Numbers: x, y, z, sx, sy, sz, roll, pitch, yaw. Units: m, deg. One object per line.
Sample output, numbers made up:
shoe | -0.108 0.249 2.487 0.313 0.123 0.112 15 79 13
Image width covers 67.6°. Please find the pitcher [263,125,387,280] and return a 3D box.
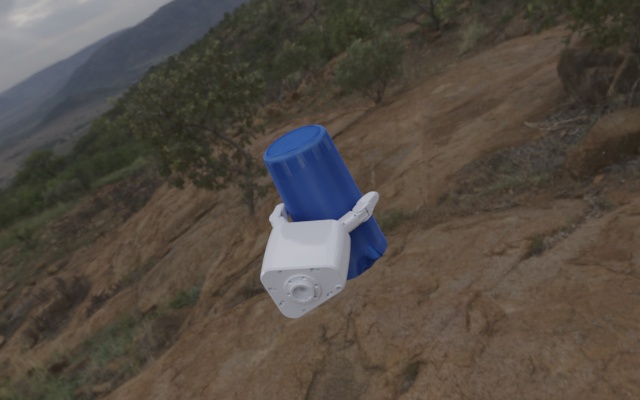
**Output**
pitcher | 0.000 0.003 0.791 0.149 0.243 0.145 -18 27 19
